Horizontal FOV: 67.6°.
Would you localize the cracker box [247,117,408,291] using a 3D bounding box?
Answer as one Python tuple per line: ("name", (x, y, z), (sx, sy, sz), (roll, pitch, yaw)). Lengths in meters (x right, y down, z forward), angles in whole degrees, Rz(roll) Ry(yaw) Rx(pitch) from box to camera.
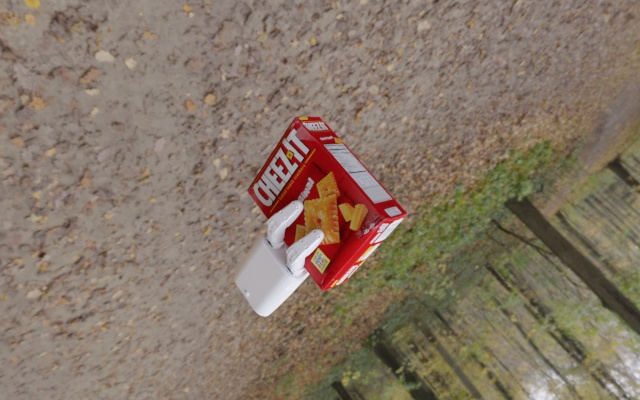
("cracker box", (0.000, 0.002, 0.730), (0.072, 0.213, 0.164), (-10, -35, -53))
